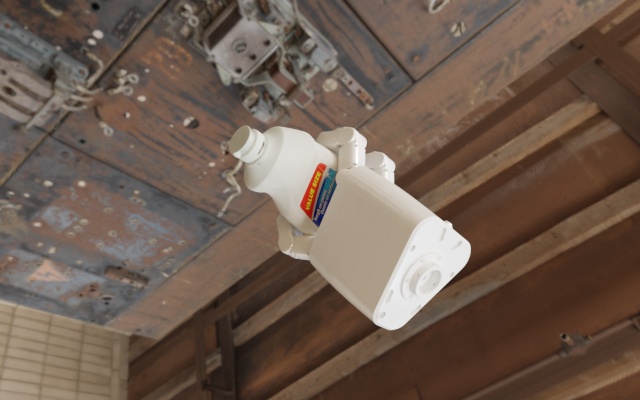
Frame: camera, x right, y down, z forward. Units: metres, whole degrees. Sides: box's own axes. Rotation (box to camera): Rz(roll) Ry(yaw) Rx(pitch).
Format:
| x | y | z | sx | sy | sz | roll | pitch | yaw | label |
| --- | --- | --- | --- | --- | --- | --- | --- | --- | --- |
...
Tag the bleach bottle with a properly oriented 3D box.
| x | y | z | sx | sy | sz | roll | pitch | yaw | label |
| --- | --- | --- | --- | --- | --- | --- | --- | --- | --- |
| 0.000 | 0.002 | 0.516 | 0.251 | 0.102 | 0.068 | 32 | 6 | -42 | bleach bottle |
